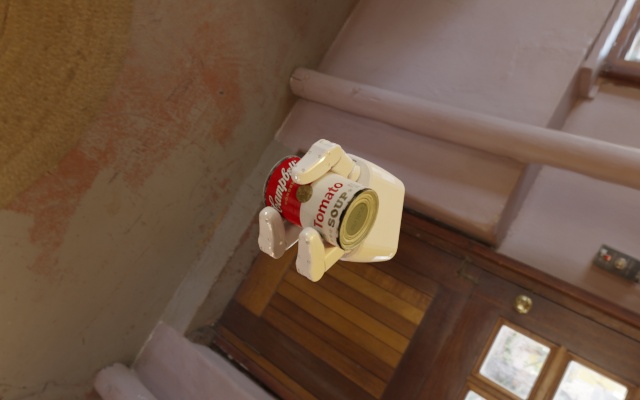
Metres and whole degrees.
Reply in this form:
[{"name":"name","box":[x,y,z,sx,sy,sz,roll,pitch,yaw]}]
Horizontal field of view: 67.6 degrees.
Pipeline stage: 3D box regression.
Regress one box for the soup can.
[{"name":"soup can","box":[0.000,0.002,0.491,0.102,0.068,0.068,25,14,32]}]
